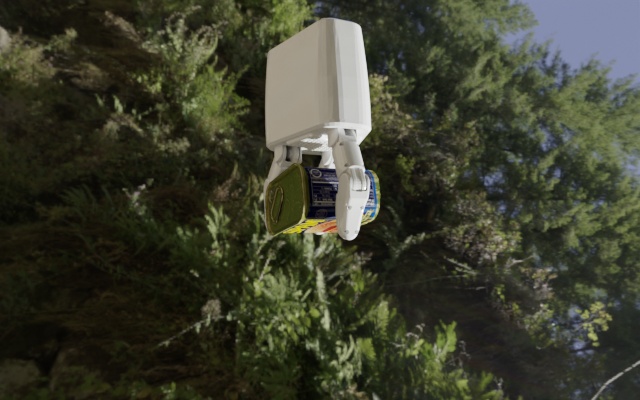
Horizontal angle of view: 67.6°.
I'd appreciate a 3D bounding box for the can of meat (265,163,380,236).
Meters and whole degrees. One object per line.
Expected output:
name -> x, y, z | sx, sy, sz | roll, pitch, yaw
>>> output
can of meat -> 0.000, 0.002, 0.482 | 0.084, 0.057, 0.102 | 1, -14, -26
